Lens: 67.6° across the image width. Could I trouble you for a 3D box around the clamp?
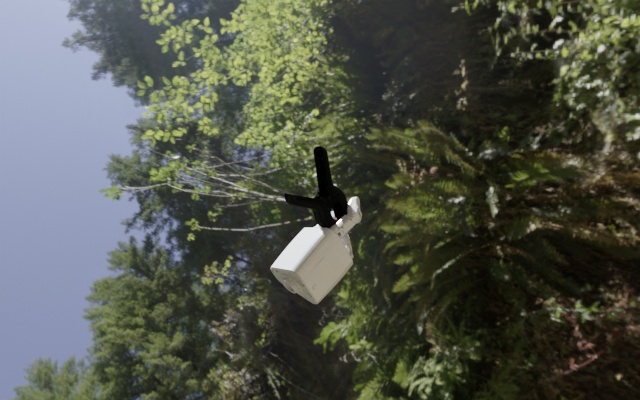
[{"bbox_3d":[0.000,0.003,0.851,0.039,0.172,0.120,14,53,46],"label":"clamp"}]
